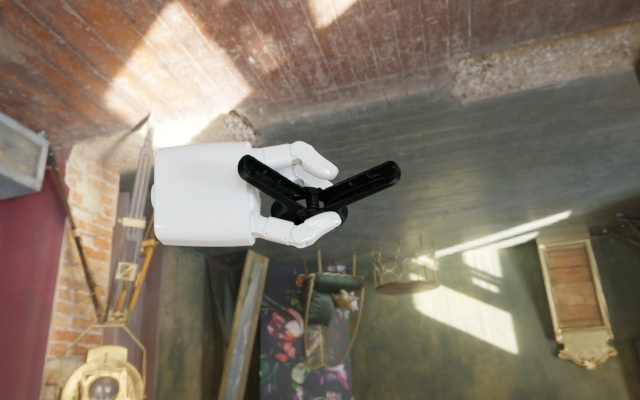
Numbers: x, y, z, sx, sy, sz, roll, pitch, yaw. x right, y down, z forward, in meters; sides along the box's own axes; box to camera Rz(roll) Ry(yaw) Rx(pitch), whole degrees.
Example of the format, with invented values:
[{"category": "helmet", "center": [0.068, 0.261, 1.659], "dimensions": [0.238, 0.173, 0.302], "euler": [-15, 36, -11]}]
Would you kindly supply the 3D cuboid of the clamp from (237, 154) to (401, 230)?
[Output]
[{"category": "clamp", "center": [0.000, 0.003, 0.558], "dimensions": [0.164, 0.036, 0.210], "euler": [0, -22, 0]}]
